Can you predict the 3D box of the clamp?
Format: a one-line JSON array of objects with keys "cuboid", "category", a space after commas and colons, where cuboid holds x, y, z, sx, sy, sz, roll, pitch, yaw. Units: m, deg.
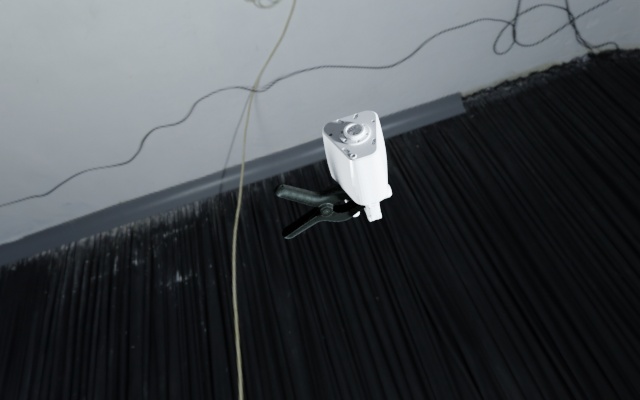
[{"cuboid": [0.000, 0.003, 0.832, 0.171, 0.039, 0.120, -18, -42, 0], "category": "clamp"}]
